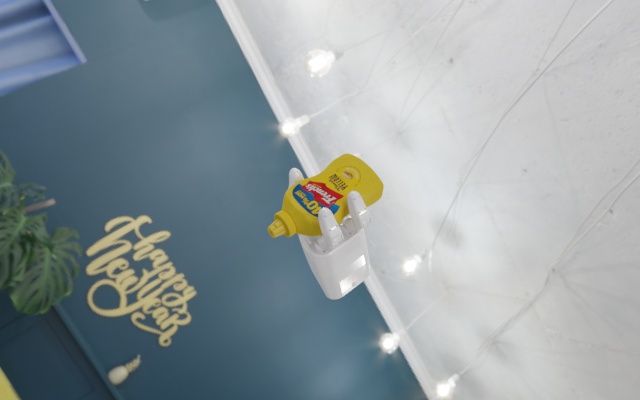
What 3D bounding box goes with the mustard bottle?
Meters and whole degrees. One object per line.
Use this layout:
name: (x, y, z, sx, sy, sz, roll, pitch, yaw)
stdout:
mustard bottle: (0.000, 0.002, 0.745, 0.191, 0.096, 0.058, -32, -28, -24)
